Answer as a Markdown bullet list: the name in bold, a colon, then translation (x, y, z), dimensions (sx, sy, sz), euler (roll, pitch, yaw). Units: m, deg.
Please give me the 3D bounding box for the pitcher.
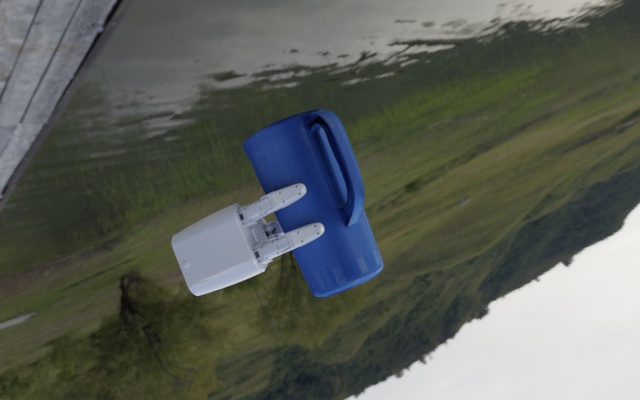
- **pitcher**: translation (0.000, 0.002, 0.663), dimensions (0.145, 0.243, 0.149), euler (-23, -4, 8)
